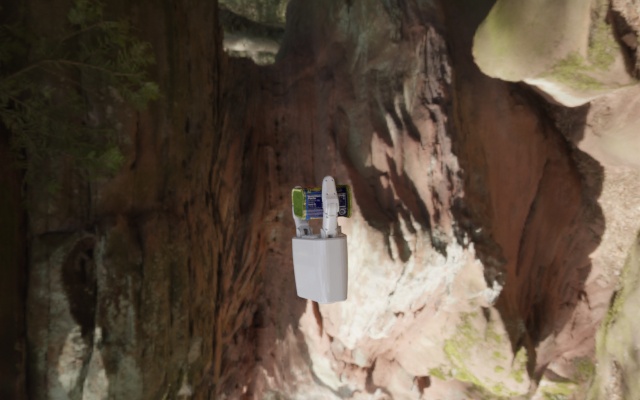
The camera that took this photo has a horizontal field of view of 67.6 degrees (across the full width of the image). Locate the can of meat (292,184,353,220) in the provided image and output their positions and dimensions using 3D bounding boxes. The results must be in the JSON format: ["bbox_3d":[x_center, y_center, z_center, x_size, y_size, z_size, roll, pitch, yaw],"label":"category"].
[{"bbox_3d":[0.000,0.003,0.828,0.084,0.057,0.102,-3,3,-14],"label":"can of meat"}]
